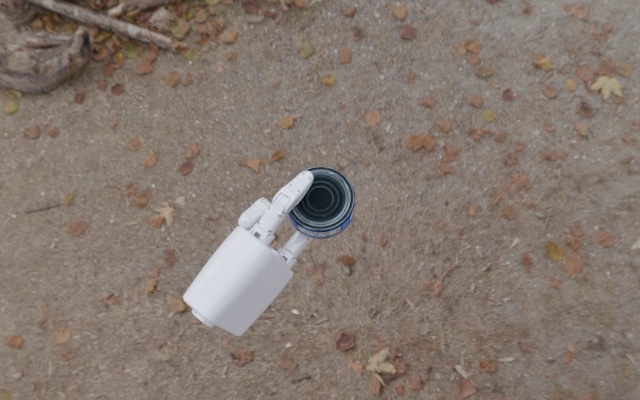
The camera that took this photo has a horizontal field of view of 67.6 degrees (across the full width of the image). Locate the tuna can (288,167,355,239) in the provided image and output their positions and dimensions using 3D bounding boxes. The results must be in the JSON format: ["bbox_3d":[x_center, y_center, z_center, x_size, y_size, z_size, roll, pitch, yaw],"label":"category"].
[{"bbox_3d":[0.000,0.002,0.589,0.086,0.086,0.034,0,-20,2],"label":"tuna can"}]
